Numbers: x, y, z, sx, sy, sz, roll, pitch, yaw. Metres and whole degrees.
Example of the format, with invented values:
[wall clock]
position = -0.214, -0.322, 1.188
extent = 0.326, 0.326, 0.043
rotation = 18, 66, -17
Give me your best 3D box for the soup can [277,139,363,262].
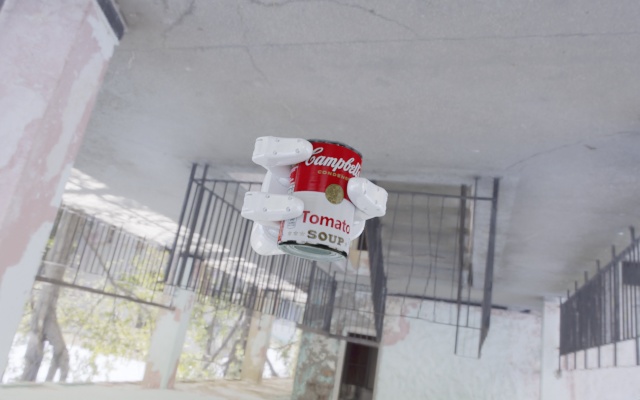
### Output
[soup can]
position = 0.000, 0.002, 0.454
extent = 0.068, 0.102, 0.068
rotation = 9, -17, 3
